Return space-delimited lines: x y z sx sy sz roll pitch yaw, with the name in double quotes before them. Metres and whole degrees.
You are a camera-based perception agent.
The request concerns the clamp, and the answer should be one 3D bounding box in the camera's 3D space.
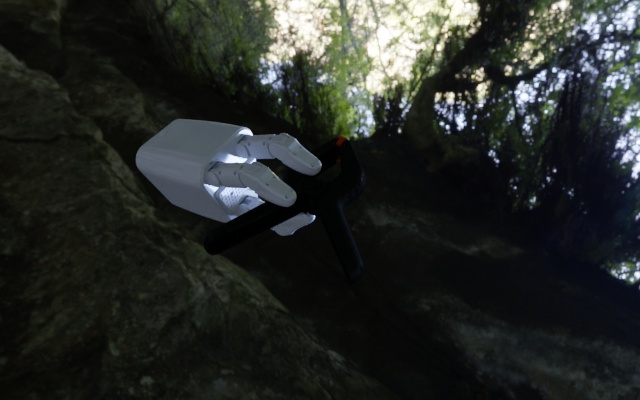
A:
"clamp" 0.000 0.002 0.510 0.164 0.036 0.210 15 45 25
